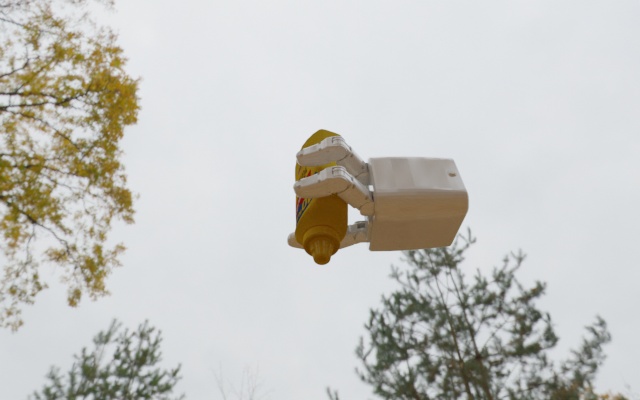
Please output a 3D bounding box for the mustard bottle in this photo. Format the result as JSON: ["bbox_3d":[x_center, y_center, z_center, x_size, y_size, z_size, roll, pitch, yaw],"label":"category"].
[{"bbox_3d":[0.000,0.002,0.579,0.058,0.096,0.191,17,38,-16],"label":"mustard bottle"}]
